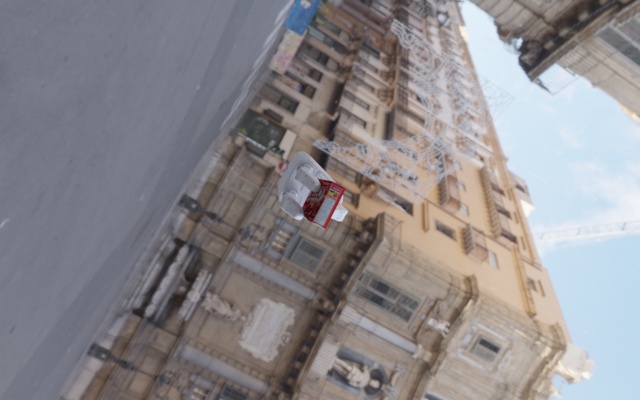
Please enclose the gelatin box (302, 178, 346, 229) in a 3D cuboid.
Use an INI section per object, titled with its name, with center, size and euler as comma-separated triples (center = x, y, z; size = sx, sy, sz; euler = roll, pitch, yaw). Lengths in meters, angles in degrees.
[gelatin box]
center = 0.001, 0.003, 0.786
size = 0.030, 0.073, 0.089
euler = 28, -2, -18
